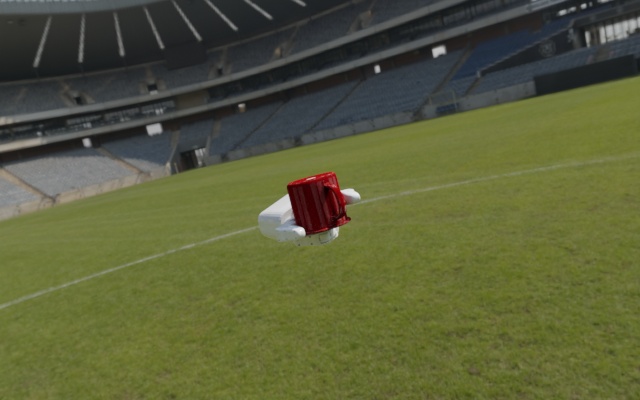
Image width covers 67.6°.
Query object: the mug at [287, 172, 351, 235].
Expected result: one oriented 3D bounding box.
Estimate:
[{"bbox_3d":[0.001,0.002,0.749,0.093,0.081,0.117,-19,8,-29],"label":"mug"}]
